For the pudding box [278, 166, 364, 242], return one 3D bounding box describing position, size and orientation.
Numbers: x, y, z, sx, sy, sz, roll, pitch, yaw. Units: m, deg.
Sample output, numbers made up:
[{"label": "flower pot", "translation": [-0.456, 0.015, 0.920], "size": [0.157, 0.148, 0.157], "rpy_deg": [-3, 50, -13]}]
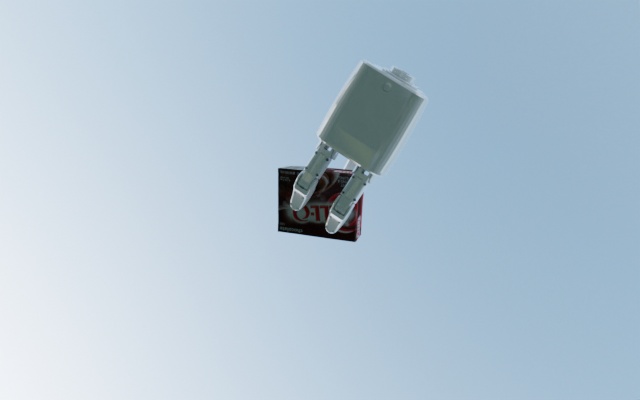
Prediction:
[{"label": "pudding box", "translation": [0.000, 0.002, 0.635], "size": [0.113, 0.090, 0.039], "rpy_deg": [7, 15, 19]}]
